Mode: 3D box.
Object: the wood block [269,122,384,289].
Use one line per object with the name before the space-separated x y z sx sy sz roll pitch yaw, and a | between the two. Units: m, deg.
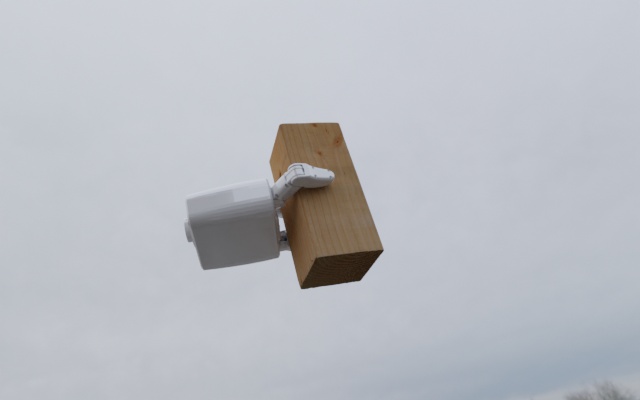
wood block | 0.000 0.002 0.642 0.090 0.206 0.091 -4 -32 -20
